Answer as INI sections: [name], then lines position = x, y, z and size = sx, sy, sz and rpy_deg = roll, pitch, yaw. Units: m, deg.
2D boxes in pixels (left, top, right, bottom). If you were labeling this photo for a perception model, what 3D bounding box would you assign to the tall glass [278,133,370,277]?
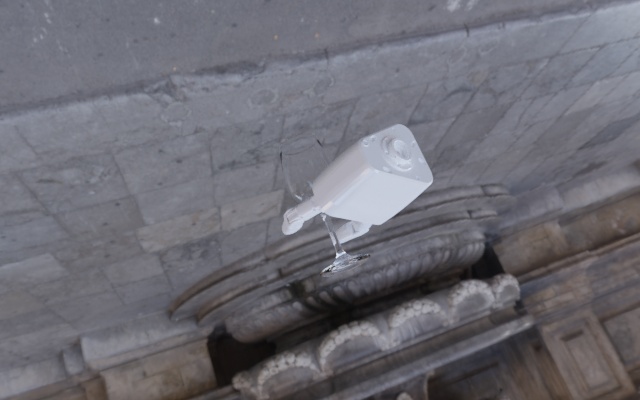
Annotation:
[tall glass]
position = 0.000, 0.003, 0.686
size = 0.079, 0.201, 0.079
rpy_deg = -19, -19, -7
